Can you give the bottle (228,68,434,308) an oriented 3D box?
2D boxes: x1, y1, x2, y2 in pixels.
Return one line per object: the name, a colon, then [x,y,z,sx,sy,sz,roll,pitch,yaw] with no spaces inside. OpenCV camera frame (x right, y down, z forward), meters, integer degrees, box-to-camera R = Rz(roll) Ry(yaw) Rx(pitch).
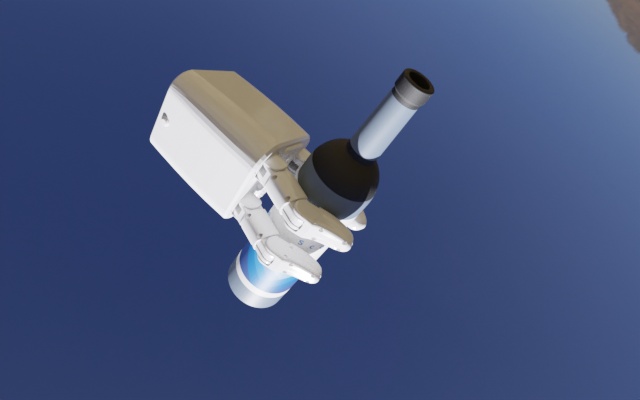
bottle: [0.000,0.002,0.439,0.069,0.069,0.296,0,-37,-38]
